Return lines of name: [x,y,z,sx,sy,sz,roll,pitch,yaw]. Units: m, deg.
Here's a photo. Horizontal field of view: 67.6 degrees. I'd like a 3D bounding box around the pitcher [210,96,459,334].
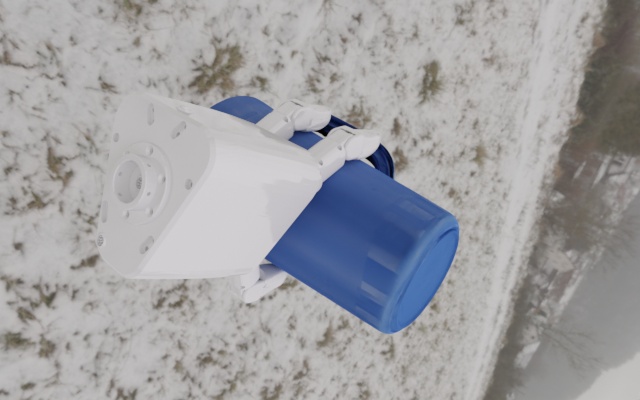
pitcher: [0.000,0.001,0.432,0.242,0.149,0.145,30,12,29]
